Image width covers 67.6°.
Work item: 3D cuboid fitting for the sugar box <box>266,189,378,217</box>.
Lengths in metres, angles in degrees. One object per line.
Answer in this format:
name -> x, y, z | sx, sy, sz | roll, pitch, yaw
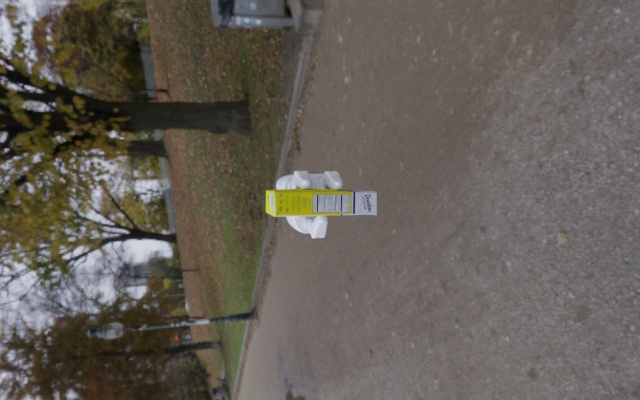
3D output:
sugar box -> 0.000, 0.002, 0.818 | 0.176, 0.048, 0.093 | -3, 4, -15
